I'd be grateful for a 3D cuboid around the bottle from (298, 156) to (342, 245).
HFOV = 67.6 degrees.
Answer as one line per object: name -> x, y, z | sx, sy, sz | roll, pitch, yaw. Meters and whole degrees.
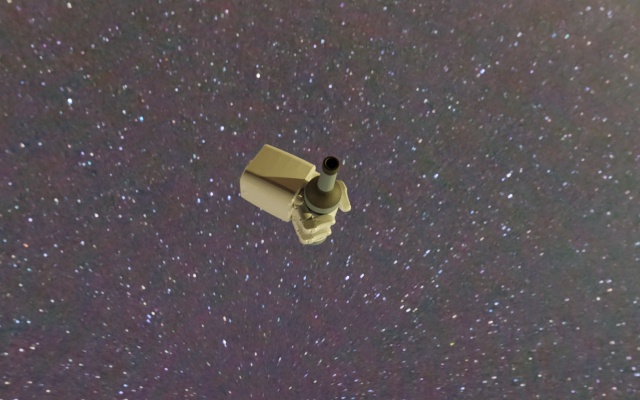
bottle -> 0.000, 0.003, 0.875 | 0.069, 0.069, 0.296 | 0, -24, -7
